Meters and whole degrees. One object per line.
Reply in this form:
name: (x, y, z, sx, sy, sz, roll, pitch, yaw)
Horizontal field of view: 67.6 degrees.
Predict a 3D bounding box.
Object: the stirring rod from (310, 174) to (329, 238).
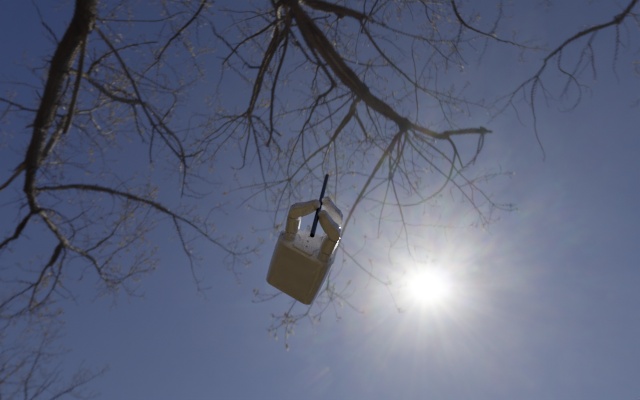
stirring rod: (0.000, 0.003, 0.879, 0.011, 0.011, 0.239, 0, 27, 7)
